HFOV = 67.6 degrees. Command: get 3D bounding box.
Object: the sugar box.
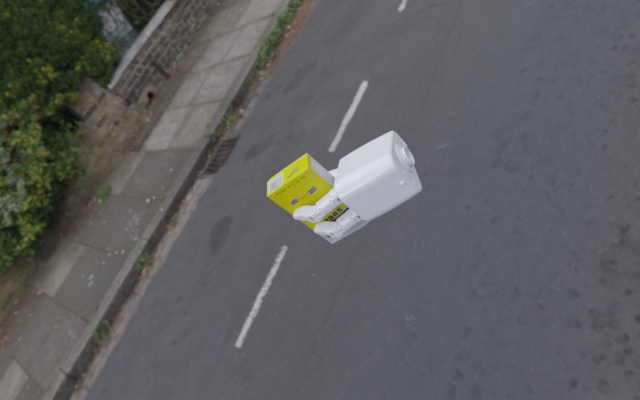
[{"bbox_3d":[0.000,0.003,0.825,0.093,0.048,0.176,-32,-52,25],"label":"sugar box"}]
